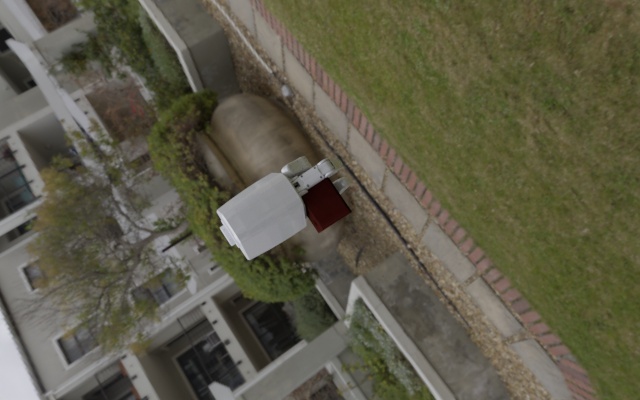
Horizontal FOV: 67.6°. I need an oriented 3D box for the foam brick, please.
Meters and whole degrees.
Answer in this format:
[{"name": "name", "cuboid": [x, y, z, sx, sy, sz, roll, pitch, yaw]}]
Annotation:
[{"name": "foam brick", "cuboid": [0.000, 0.003, 0.713, 0.051, 0.078, 0.053, -33, -5, -13]}]
